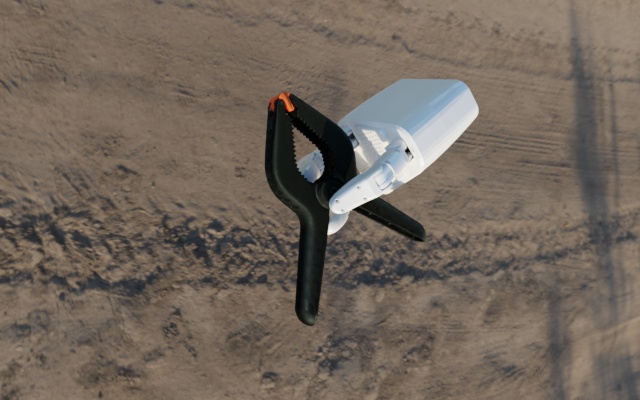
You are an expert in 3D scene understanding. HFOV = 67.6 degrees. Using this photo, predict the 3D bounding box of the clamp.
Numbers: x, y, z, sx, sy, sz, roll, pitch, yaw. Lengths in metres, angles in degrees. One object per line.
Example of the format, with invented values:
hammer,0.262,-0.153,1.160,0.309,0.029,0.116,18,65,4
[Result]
clamp,0.000,0.001,0.454,0.164,0.210,0.036,-39,16,-24
